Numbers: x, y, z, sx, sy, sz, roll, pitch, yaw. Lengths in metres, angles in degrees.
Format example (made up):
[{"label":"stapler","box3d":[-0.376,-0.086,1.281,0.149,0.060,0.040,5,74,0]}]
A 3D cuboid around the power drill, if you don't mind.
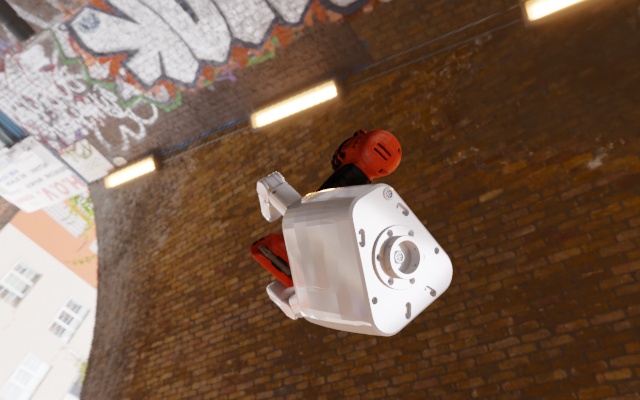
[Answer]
[{"label":"power drill","box3d":[0.000,0.002,0.538,0.057,0.187,0.184,40,-6,-6]}]
